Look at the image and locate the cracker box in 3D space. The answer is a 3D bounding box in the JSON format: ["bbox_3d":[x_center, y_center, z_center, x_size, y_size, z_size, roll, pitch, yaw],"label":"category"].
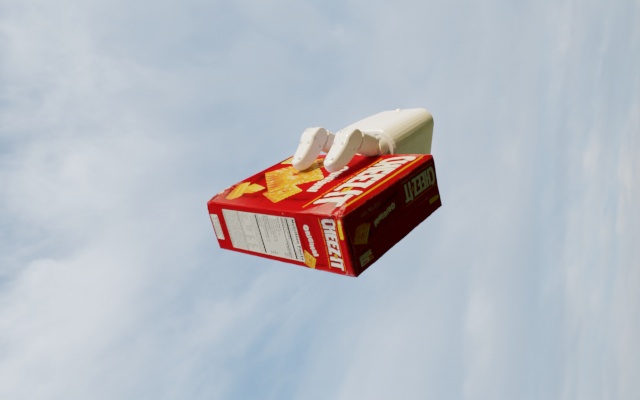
[{"bbox_3d":[0.000,0.002,0.542,0.213,0.072,0.164,4,27,43],"label":"cracker box"}]
